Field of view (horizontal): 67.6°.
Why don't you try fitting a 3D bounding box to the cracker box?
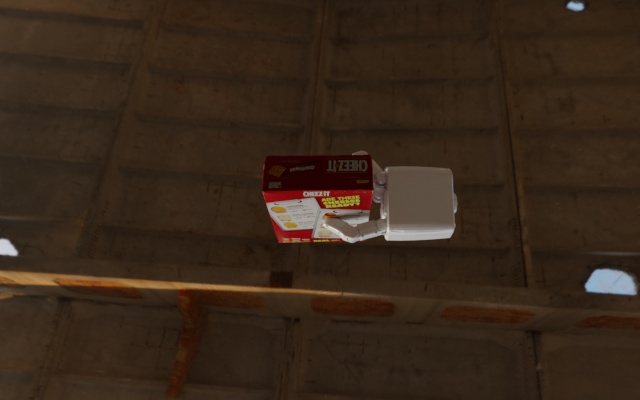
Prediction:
[{"bbox_3d":[0.000,0.003,0.796,0.164,0.072,0.214,-1,-26,2],"label":"cracker box"}]
